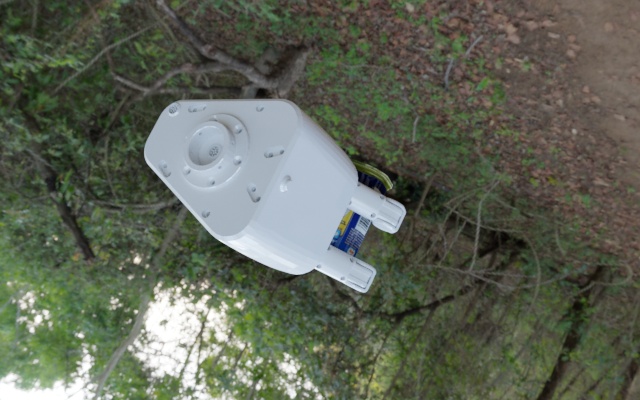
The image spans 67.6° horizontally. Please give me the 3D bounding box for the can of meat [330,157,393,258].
[{"bbox_3d":[0.000,0.002,0.429,0.102,0.084,0.057,23,-7,22],"label":"can of meat"}]
